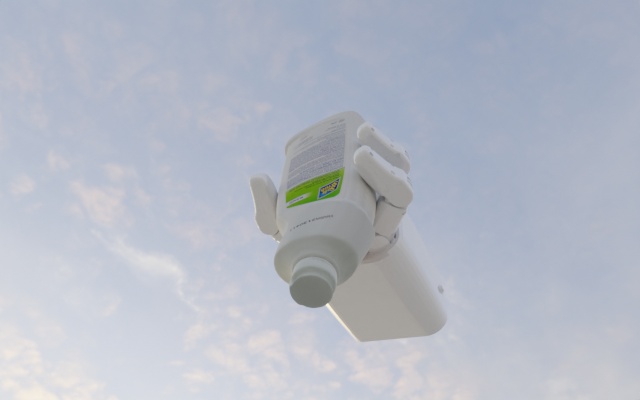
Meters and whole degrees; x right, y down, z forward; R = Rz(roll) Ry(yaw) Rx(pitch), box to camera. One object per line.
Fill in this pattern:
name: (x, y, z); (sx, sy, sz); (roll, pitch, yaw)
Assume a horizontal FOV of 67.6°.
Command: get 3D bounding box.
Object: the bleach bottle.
bleach bottle: (0.000, 0.001, 0.422); (0.102, 0.068, 0.250); (-26, 24, 20)
